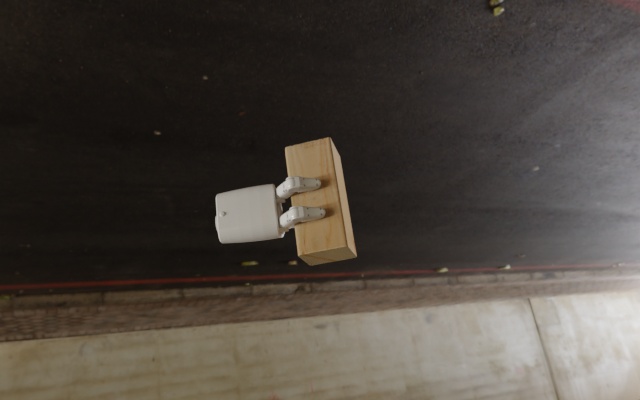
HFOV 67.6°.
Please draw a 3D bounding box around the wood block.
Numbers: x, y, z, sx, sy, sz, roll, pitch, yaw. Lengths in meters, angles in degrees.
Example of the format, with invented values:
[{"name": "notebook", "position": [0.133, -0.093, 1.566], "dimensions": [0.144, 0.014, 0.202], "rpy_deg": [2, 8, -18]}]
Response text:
[{"name": "wood block", "position": [0.000, 0.003, 0.869], "dimensions": [0.090, 0.206, 0.091], "rpy_deg": [-12, -21, 10]}]
